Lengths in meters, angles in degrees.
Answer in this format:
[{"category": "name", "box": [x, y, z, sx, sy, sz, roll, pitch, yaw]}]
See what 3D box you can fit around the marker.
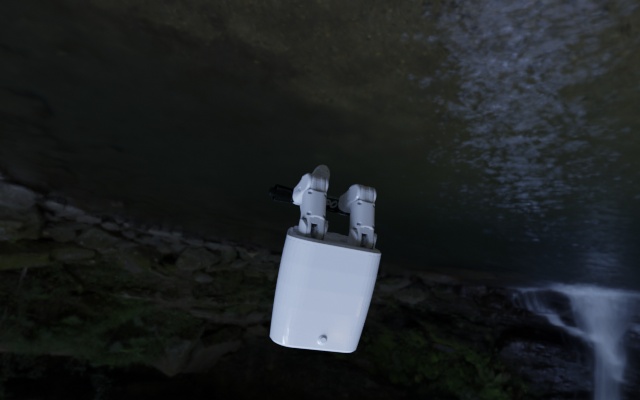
[{"category": "marker", "box": [0.000, 0.002, 0.544, 0.121, 0.020, 0.020, 12, -4, -19]}]
